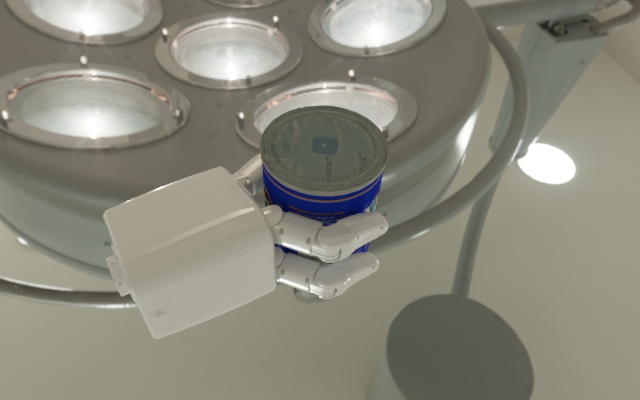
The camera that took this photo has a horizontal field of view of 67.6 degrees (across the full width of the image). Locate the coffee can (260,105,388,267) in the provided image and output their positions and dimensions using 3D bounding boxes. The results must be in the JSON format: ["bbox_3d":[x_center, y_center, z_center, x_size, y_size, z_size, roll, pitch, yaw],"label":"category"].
[{"bbox_3d":[0.000,0.001,0.431,0.103,0.102,0.140,0,-42,-3],"label":"coffee can"}]
